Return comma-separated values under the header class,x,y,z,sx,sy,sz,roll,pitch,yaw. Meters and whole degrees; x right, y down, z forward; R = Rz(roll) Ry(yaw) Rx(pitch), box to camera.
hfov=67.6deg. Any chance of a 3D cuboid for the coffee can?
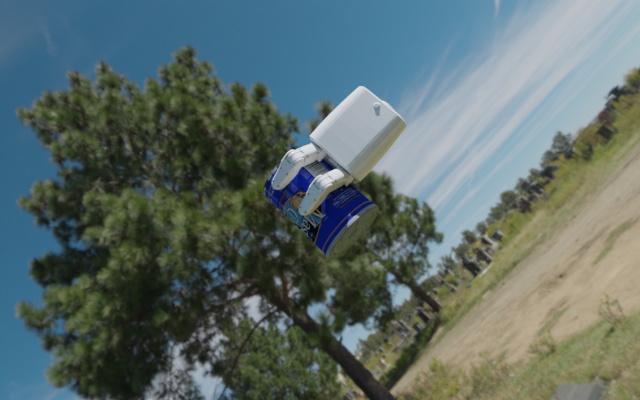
class,x,y,z,sx,sy,sz,roll,pitch,yaw
coffee can,0.000,0.003,0.702,0.140,0.103,0.103,43,15,17
